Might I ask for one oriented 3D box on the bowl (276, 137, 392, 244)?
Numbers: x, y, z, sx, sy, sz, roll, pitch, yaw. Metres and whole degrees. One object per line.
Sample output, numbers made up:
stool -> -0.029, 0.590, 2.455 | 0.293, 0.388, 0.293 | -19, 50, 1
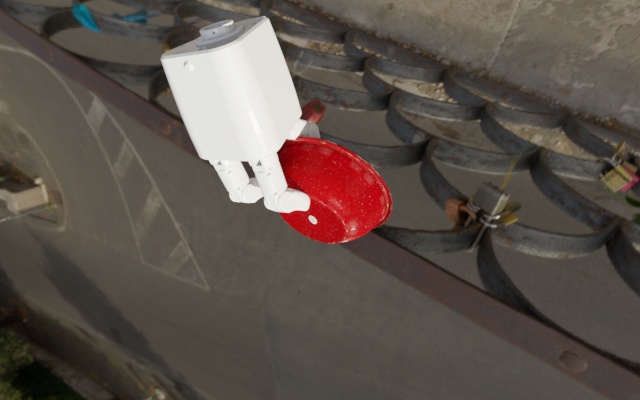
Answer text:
bowl -> 0.001, 0.003, 0.567 | 0.162, 0.055, 0.162 | 21, -32, 14
